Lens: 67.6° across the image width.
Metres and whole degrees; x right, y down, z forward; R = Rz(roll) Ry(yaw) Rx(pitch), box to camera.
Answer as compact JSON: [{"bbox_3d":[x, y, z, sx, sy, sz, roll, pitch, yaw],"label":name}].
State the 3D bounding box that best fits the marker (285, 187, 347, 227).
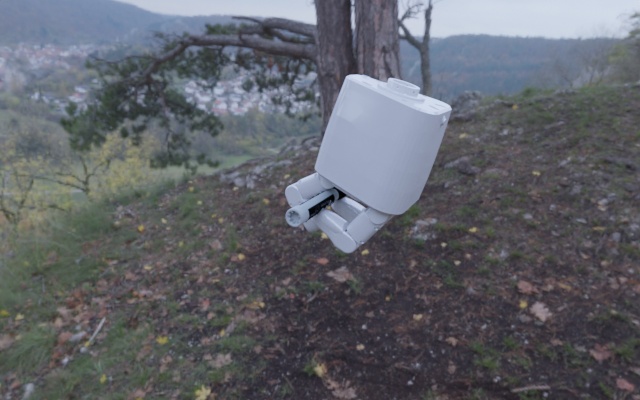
[{"bbox_3d":[0.000,0.002,0.508,0.020,0.020,0.121,0,14,26],"label":"marker"}]
